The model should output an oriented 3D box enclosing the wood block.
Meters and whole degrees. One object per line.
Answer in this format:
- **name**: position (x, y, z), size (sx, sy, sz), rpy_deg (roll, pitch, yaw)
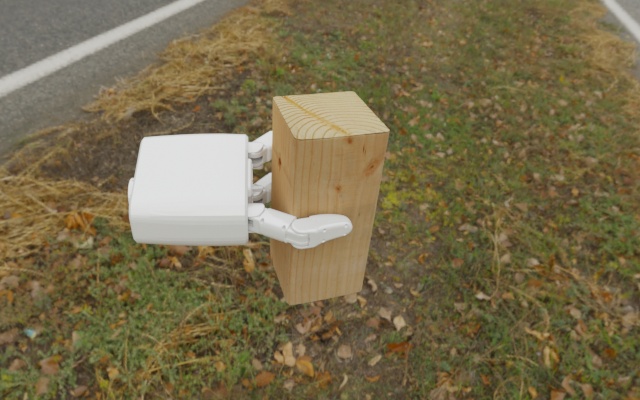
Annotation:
- **wood block**: position (0.000, 0.002, 0.506), size (0.090, 0.206, 0.090), rpy_deg (-8, 38, -17)
